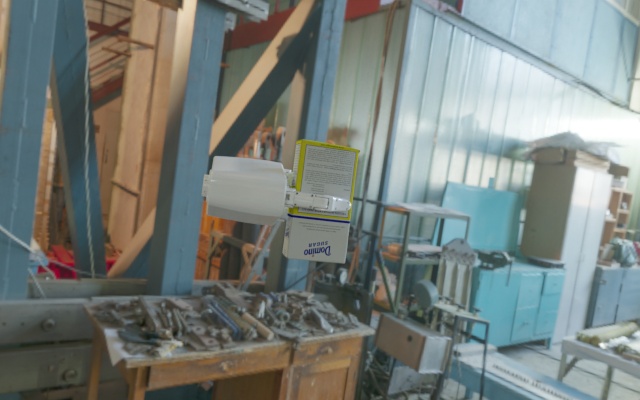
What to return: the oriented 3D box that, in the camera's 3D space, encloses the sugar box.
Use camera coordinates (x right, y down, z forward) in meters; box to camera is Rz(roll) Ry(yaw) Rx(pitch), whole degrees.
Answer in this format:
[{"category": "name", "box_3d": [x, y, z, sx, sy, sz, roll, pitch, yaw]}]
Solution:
[{"category": "sugar box", "box_3d": [0.000, 0.002, 0.721, 0.093, 0.176, 0.048, 8, 4, -15]}]
